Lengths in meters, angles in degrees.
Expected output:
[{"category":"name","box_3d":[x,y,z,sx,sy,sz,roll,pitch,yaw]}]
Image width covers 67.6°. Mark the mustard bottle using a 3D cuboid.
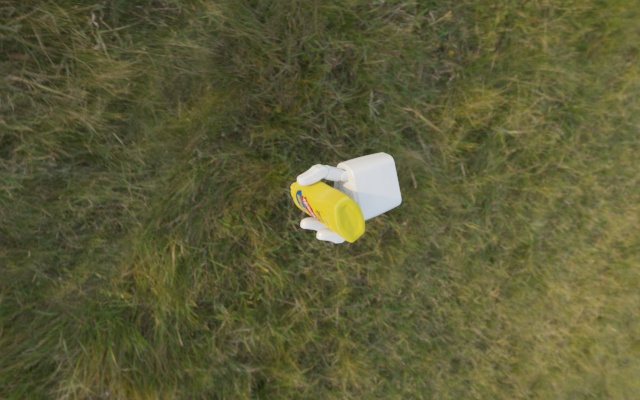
[{"category":"mustard bottle","box_3d":[0.000,0.003,0.891,0.058,0.096,0.191,-41,38,-14]}]
